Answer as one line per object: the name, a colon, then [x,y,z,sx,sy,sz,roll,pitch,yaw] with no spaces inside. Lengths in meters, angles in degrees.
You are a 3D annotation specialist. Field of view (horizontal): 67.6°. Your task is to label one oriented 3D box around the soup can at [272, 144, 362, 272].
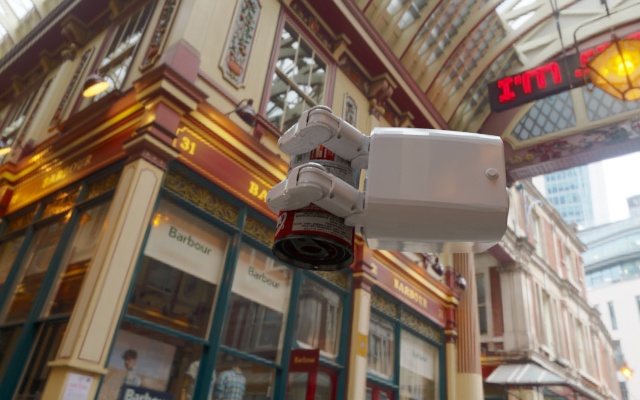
soup can: [0.000,0.001,0.414,0.068,0.102,0.068,6,-29,4]
